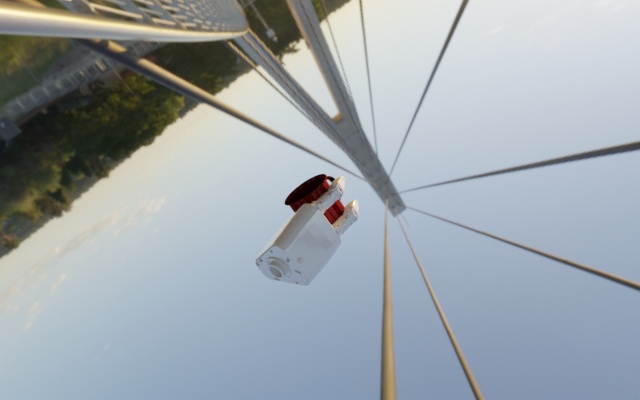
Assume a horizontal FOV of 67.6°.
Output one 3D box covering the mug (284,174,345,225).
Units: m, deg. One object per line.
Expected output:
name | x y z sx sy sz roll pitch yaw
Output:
mug | 0.001 0.002 0.893 0.093 0.081 0.117 -15 27 48
